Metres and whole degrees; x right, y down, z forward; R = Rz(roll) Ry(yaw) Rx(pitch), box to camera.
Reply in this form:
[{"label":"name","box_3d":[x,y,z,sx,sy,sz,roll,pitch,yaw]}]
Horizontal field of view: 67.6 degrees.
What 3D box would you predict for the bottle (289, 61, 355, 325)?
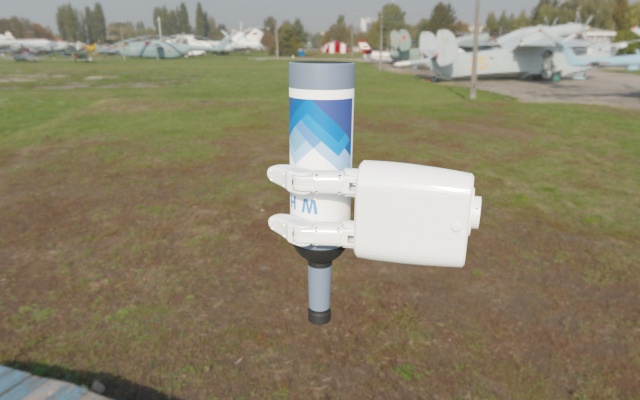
[{"label":"bottle","box_3d":[0.000,0.001,0.523,0.069,0.296,0.069,1,18,0]}]
